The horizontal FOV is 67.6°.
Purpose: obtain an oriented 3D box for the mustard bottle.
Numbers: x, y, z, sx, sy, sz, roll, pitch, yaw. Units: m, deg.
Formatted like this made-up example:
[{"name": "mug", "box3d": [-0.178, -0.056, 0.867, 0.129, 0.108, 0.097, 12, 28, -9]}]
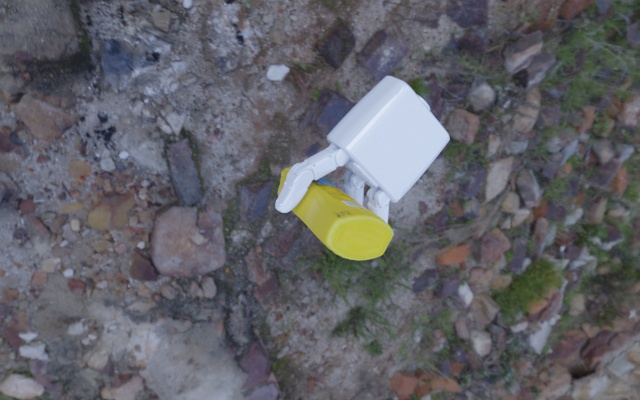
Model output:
[{"name": "mustard bottle", "box3d": [0.000, 0.002, 0.601, 0.096, 0.058, 0.191, 13, 18, -38]}]
